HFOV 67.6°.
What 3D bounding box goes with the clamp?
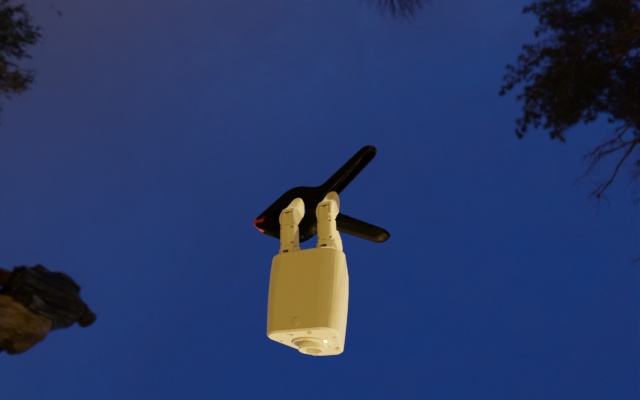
[{"bbox_3d":[0.000,0.003,0.706,0.210,0.164,0.036,-12,-38,22],"label":"clamp"}]
